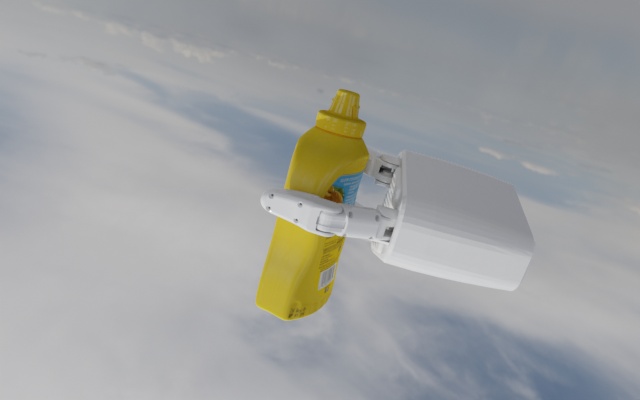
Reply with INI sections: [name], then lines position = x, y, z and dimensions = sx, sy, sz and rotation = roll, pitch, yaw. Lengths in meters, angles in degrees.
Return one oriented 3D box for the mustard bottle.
[mustard bottle]
position = 0.000, 0.001, 0.410
dimensions = 0.058, 0.192, 0.096
rotation = 23, 19, 22
